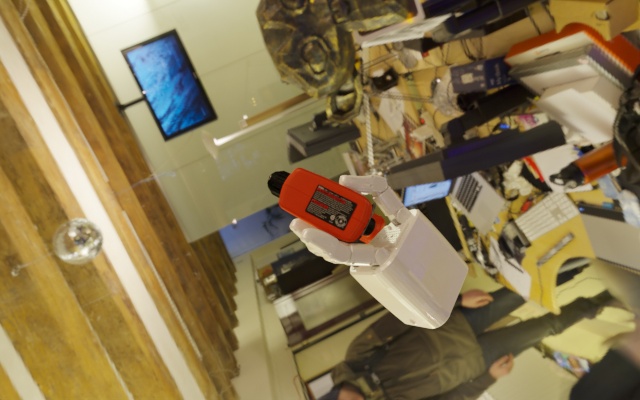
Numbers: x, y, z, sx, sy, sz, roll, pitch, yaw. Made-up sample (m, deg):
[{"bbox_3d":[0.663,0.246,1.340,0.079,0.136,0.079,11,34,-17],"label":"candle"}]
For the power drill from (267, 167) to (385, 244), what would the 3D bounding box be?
[{"bbox_3d":[0.000,0.002,0.628,0.184,0.057,0.187,24,1,6],"label":"power drill"}]
